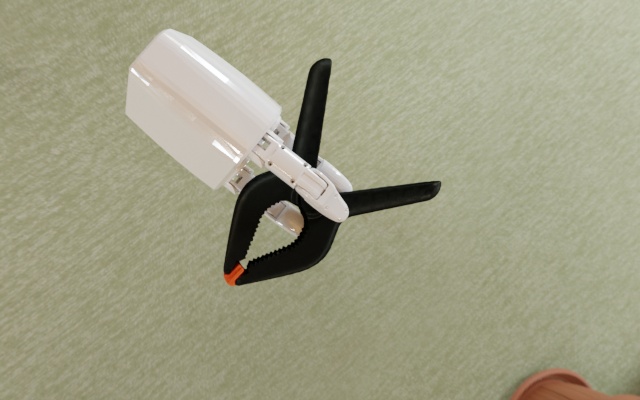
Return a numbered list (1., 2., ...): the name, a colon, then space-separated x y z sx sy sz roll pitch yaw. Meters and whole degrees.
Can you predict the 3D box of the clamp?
1. clamp: 0.000 0.002 0.427 0.164 0.210 0.036 39 -7 -8
